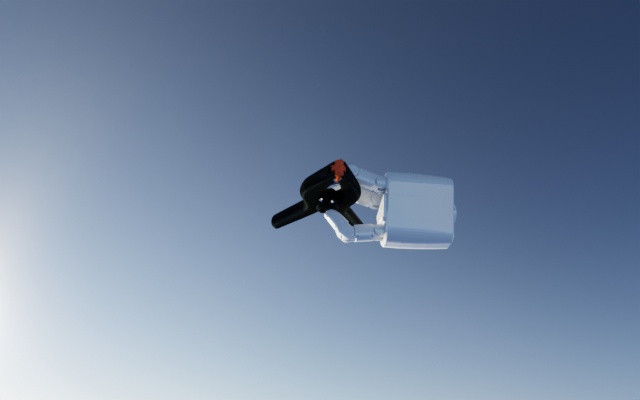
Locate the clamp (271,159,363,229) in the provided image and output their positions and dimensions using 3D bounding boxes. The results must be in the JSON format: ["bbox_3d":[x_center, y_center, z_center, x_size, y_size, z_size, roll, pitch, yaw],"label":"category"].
[{"bbox_3d":[0.000,0.003,0.765,0.164,0.036,0.210,1,-29,-3],"label":"clamp"}]
